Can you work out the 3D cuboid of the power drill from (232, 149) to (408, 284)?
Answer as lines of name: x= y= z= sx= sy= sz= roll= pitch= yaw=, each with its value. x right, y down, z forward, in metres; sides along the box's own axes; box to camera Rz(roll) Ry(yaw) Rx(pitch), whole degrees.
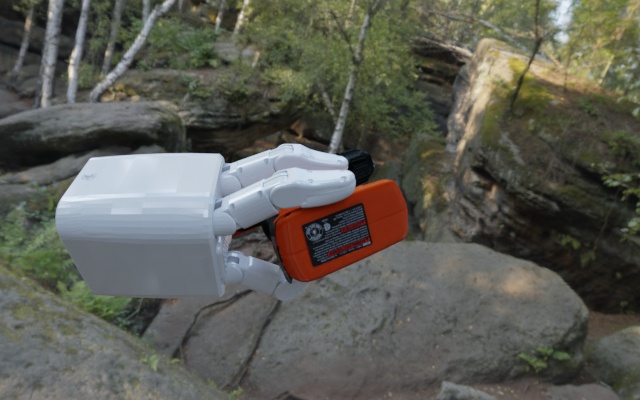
power drill: x=0.000 y=0.002 z=0.440 sx=0.184 sy=0.057 sz=0.187 roll=-23 pitch=17 yaw=-17
